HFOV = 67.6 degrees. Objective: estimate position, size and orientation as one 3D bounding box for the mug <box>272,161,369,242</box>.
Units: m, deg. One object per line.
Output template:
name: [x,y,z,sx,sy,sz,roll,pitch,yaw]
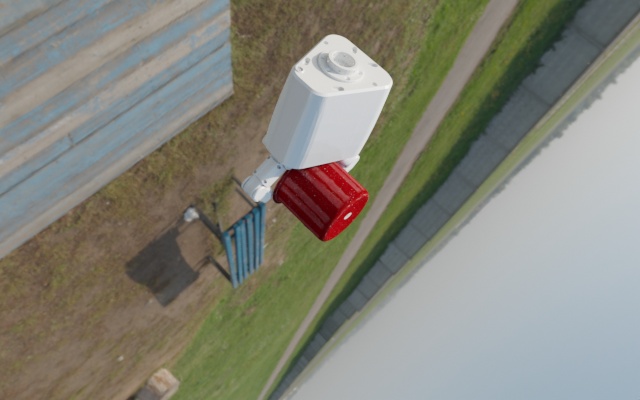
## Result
mug: [0.000,0.003,0.586,0.093,0.081,0.117,-35,-19,-36]
